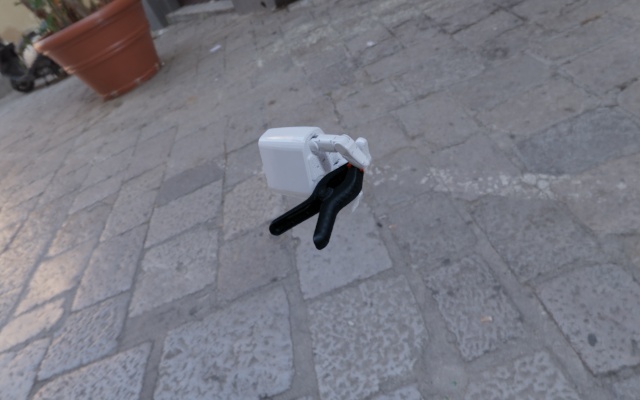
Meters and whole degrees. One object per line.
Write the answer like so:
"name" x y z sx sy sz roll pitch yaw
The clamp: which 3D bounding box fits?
"clamp" 0.000 0.002 0.716 0.120 0.039 0.171 8 47 38
